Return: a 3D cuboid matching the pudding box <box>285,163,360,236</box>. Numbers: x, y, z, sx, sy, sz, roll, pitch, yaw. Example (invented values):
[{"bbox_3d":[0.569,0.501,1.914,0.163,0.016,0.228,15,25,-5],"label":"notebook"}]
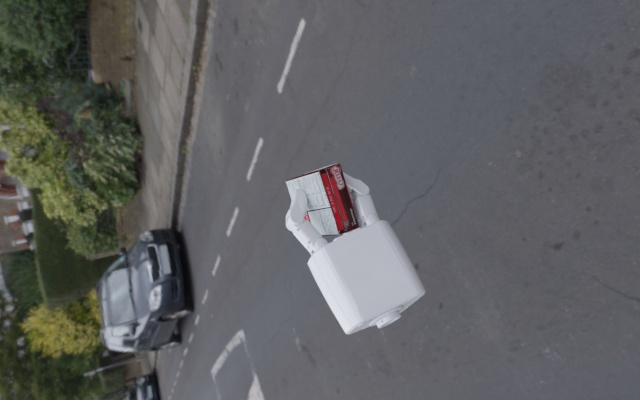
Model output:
[{"bbox_3d":[0.000,0.002,0.659,0.039,0.090,0.113,-19,4,-30],"label":"pudding box"}]
